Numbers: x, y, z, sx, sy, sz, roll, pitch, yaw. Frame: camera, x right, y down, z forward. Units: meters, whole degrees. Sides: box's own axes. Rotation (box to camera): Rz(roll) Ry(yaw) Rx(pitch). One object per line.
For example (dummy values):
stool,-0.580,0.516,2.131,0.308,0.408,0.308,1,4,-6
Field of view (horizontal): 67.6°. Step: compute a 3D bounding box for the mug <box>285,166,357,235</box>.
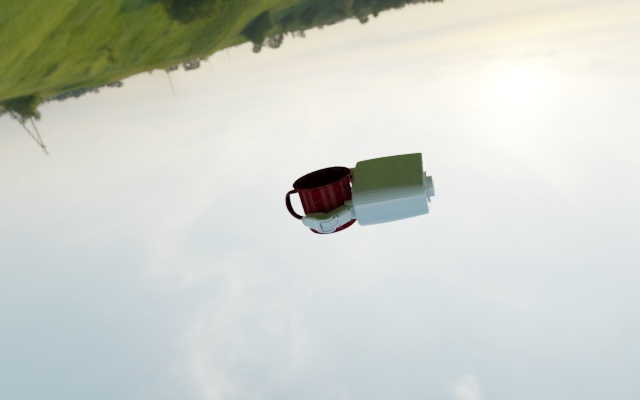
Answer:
mug,-0.001,0.003,0.751,0.117,0.081,0.093,-10,21,18
